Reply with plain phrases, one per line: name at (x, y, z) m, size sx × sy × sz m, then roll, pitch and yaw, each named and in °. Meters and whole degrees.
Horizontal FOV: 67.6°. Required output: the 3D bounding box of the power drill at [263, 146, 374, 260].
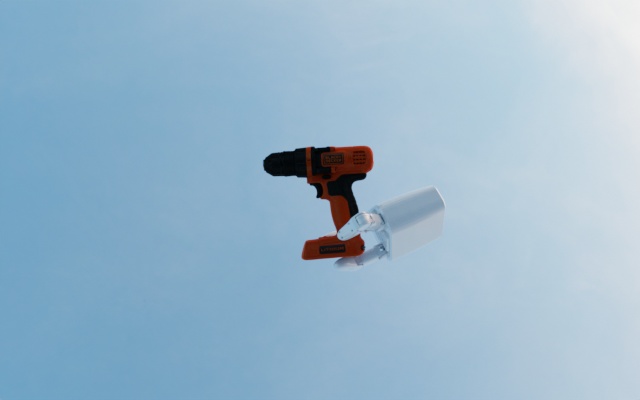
power drill at (0.000, 0.003, 0.790) m, size 0.184 × 0.187 × 0.057 m, roll -4°, pitch -2°, yaw 4°
